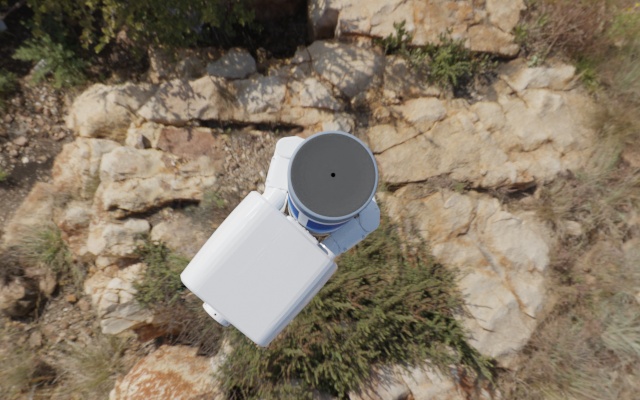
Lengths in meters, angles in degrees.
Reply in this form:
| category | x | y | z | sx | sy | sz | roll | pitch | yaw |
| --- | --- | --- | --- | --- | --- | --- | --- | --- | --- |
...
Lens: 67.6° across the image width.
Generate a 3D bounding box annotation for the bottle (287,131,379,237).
| category | x | y | z | sx | sy | sz | roll | pitch | yaw |
| --- | --- | --- | --- | --- | --- | --- | --- | --- | --- |
| bottle | 0.000 | 0.002 | 0.489 | 0.069 | 0.069 | 0.296 | 0 | -8 | -4 |
